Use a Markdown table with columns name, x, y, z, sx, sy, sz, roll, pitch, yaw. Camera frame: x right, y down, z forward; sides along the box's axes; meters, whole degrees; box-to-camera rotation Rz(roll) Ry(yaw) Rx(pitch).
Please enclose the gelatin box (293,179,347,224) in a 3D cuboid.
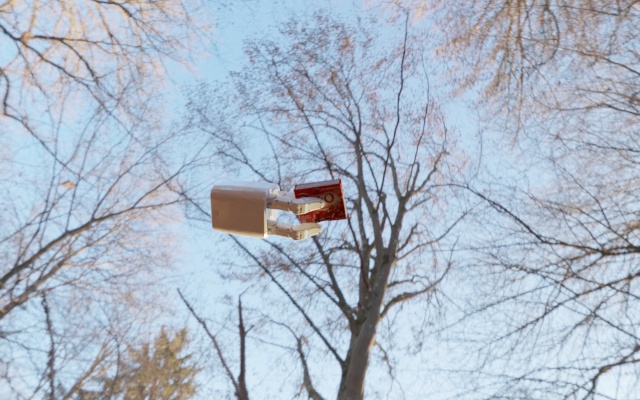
| name | x | y | z | sx | sy | sz | roll | pitch | yaw |
| --- | --- | --- | --- | --- | --- | --- | --- | --- | --- |
| gelatin box | 0.001 | 0.003 | 0.882 | 0.089 | 0.073 | 0.030 | -8 | 23 | 8 |
